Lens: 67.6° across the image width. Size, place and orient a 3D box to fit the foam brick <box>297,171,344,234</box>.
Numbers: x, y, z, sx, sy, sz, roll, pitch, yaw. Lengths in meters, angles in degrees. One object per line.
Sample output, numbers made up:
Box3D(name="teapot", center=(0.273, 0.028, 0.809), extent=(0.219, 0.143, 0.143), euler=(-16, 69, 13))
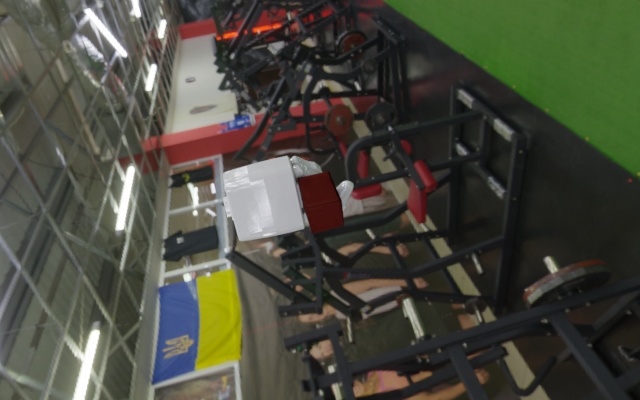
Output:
Box3D(name="foam brick", center=(0.000, 0.002, 0.716), extent=(0.051, 0.053, 0.078), euler=(-13, 38, -6))
